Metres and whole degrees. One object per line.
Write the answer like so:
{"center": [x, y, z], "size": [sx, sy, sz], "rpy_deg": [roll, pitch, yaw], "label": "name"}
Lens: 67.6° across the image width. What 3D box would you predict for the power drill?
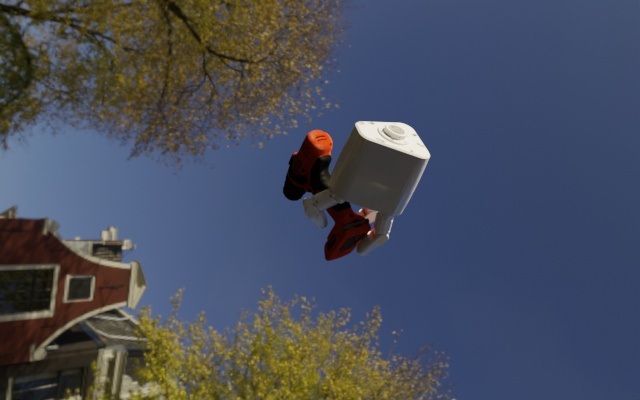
{"center": [0.000, 0.003, 0.803], "size": [0.057, 0.187, 0.184], "rpy_deg": [-18, -22, -27], "label": "power drill"}
